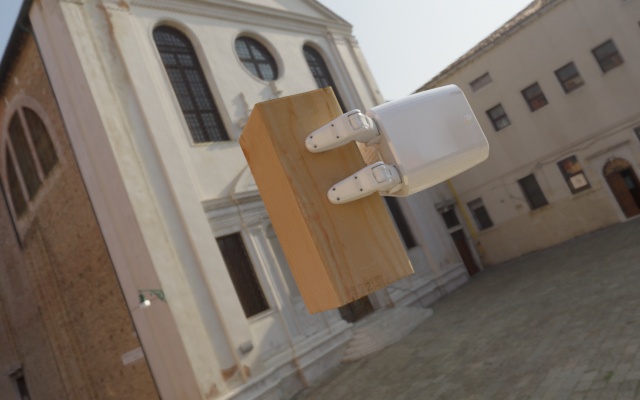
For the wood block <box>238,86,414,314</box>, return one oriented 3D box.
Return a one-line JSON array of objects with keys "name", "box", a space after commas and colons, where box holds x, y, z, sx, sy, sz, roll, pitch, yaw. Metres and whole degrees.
[{"name": "wood block", "box": [0.000, 0.001, 0.496, 0.090, 0.206, 0.091, -19, -10, -25]}]
